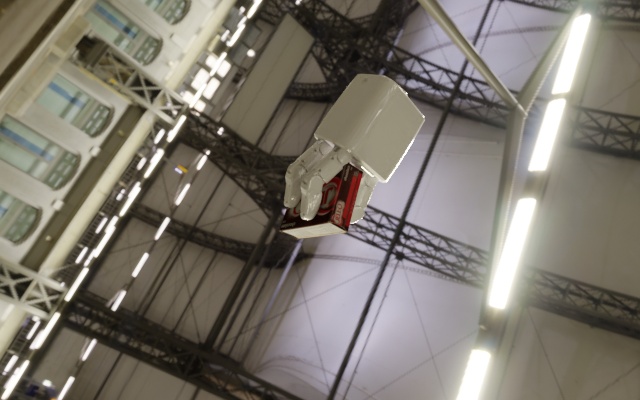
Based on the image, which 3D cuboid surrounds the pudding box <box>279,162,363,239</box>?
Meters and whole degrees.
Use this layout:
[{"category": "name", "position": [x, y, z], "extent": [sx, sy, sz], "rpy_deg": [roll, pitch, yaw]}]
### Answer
[{"category": "pudding box", "position": [0.000, 0.002, 0.645], "extent": [0.039, 0.090, 0.113], "rpy_deg": [31, -27, -29]}]
